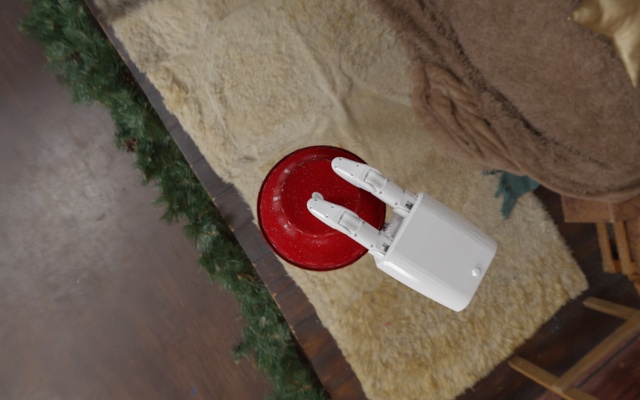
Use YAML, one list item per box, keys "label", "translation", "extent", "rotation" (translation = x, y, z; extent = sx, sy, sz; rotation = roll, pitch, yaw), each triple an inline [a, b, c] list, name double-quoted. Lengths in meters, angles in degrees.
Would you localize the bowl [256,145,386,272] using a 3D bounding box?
- label: "bowl"
  translation: [-0.001, 0.001, 0.569]
  extent: [0.162, 0.162, 0.055]
  rotation: [0, -13, 2]
